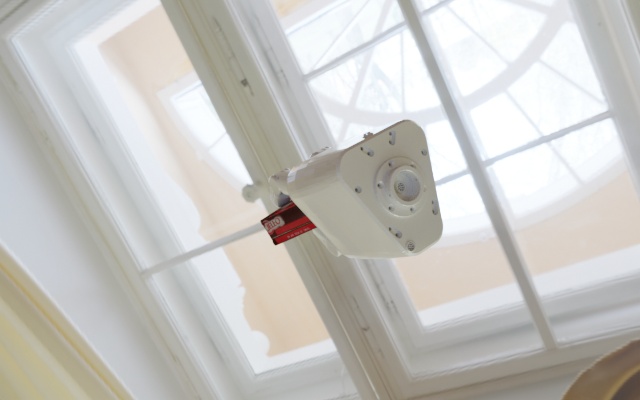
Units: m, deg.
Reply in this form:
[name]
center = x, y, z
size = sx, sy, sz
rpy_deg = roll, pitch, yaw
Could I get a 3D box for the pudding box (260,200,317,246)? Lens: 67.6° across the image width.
[pudding box]
center = 0.000, 0.002, 0.538
size = 0.090, 0.039, 0.113
rpy_deg = -24, 5, 39
